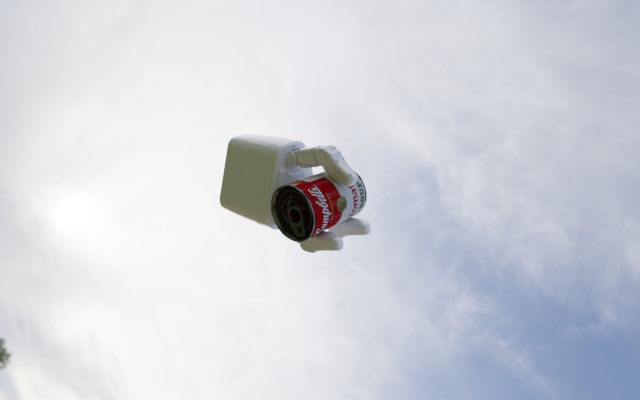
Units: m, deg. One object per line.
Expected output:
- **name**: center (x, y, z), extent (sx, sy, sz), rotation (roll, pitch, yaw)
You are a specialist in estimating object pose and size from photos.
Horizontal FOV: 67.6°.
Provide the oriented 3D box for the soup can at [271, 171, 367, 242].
- **soup can**: center (0.001, 0.002, 0.576), extent (0.068, 0.068, 0.102), rotation (0, 15, 43)
